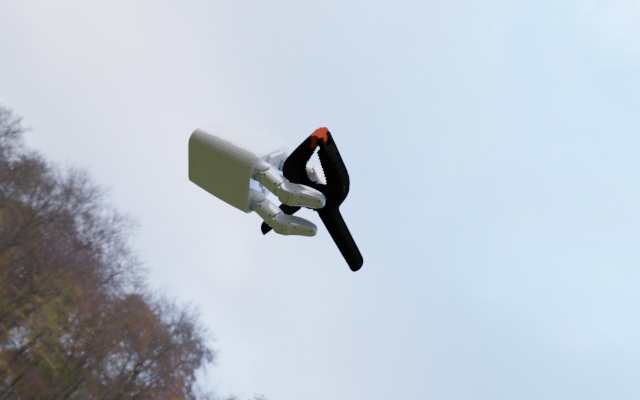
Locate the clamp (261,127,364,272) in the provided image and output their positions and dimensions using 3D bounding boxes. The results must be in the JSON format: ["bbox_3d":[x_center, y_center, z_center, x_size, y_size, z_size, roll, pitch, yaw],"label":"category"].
[{"bbox_3d":[0.000,0.001,0.642,0.164,0.210,0.036,25,42,13],"label":"clamp"}]
